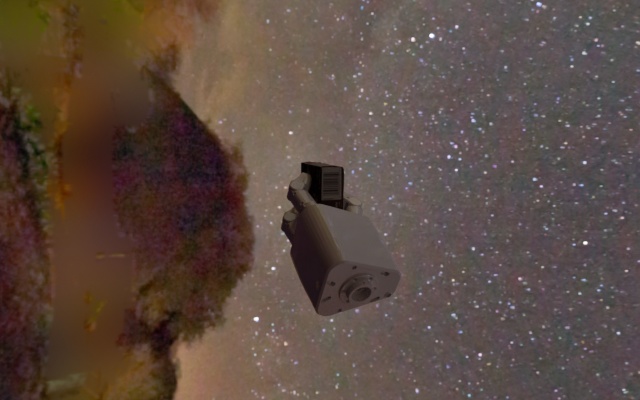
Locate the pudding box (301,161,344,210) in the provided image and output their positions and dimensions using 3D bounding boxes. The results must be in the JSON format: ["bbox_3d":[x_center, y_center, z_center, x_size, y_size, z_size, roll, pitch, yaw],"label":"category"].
[{"bbox_3d":[0.000,0.002,0.699,0.039,0.113,0.090,0,8,-22],"label":"pudding box"}]
